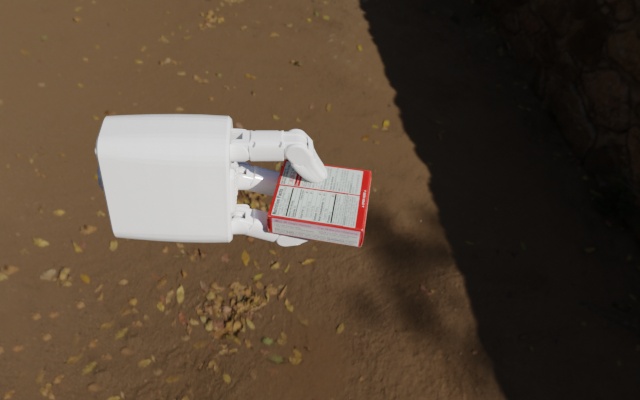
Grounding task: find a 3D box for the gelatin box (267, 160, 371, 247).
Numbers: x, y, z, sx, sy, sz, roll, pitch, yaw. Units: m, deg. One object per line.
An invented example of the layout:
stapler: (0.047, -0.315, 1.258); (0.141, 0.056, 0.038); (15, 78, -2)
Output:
gelatin box: (0.000, 0.001, 0.450); (0.089, 0.073, 0.030); (8, -39, 5)
